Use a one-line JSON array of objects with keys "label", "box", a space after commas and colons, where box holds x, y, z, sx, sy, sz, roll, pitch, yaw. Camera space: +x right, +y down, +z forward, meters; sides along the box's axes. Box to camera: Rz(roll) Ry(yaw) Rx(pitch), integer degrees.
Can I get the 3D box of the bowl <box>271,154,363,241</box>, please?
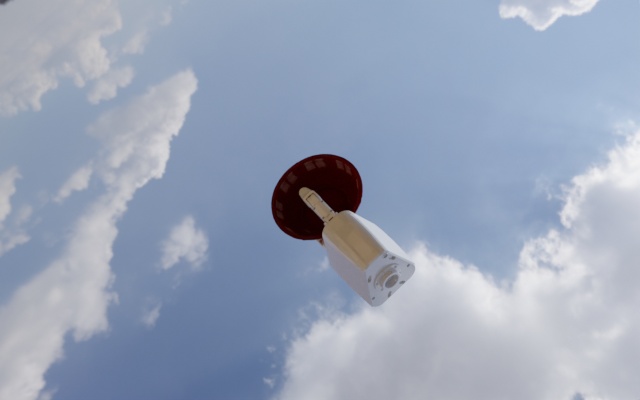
[{"label": "bowl", "box": [0.000, 0.002, 0.811, 0.162, 0.162, 0.055, 0, -27, 22]}]
